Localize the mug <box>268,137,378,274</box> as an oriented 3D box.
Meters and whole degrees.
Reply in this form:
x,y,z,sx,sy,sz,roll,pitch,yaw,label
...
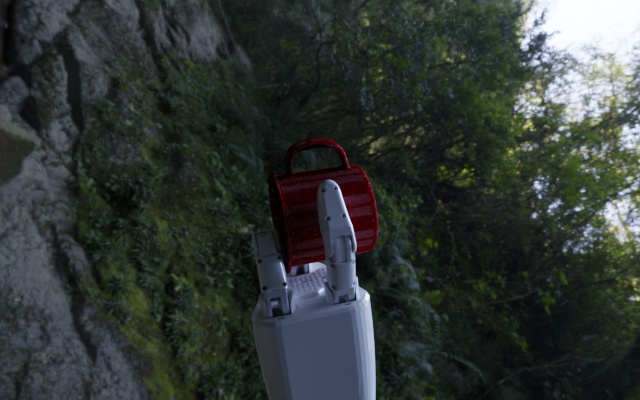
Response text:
x,y,z,sx,sy,sz,roll,pitch,yaw,label
0.000,0.000,0.425,0.081,0.117,0.093,-10,18,-11,mug
